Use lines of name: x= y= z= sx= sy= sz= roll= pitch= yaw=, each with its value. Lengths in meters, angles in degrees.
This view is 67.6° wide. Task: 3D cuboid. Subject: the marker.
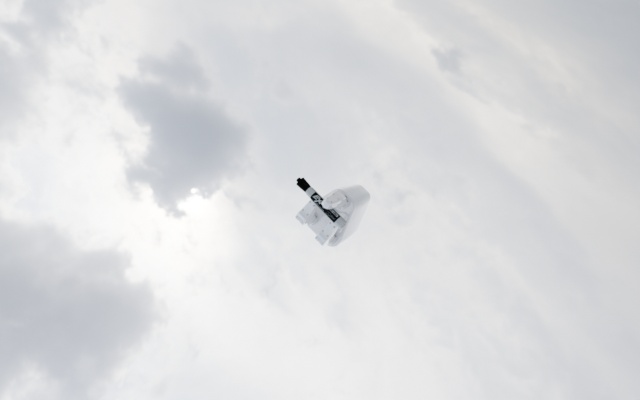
marker: x=0.000 y=0.003 z=0.860 sx=0.121 sy=0.020 sz=0.020 roll=46 pitch=12 yaw=12
